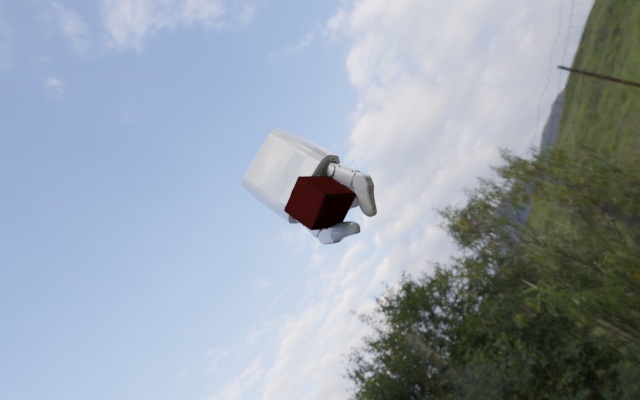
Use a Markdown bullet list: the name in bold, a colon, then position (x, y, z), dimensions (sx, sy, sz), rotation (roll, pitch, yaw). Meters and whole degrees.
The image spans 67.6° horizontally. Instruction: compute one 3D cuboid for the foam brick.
- **foam brick**: position (0.000, 0.002, 0.629), dimensions (0.051, 0.053, 0.078), rotation (34, 19, 27)
